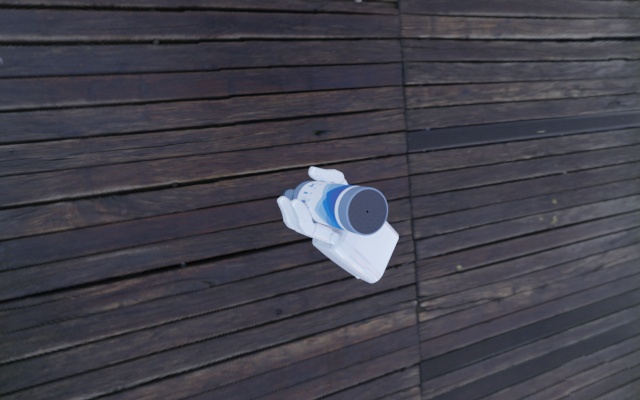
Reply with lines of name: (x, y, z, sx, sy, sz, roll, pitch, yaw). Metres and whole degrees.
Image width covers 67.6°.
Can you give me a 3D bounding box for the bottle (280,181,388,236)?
bottle: (0.000, 0.003, 0.779, 0.069, 0.069, 0.295, 0, 5, -26)
